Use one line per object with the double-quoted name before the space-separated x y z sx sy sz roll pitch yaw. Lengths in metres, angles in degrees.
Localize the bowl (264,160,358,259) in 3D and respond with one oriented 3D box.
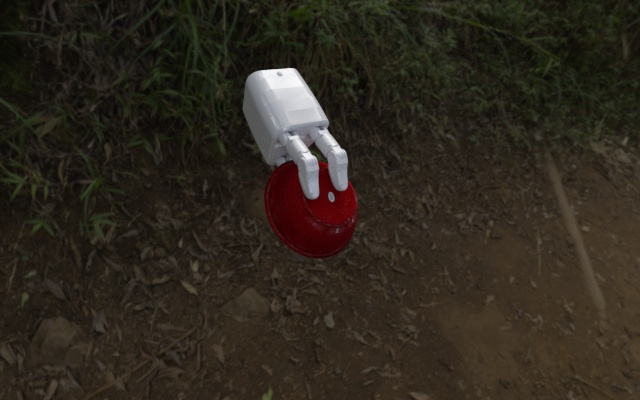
"bowl" 0.001 0.003 0.711 0.162 0.162 0.055 0 -19 -33
